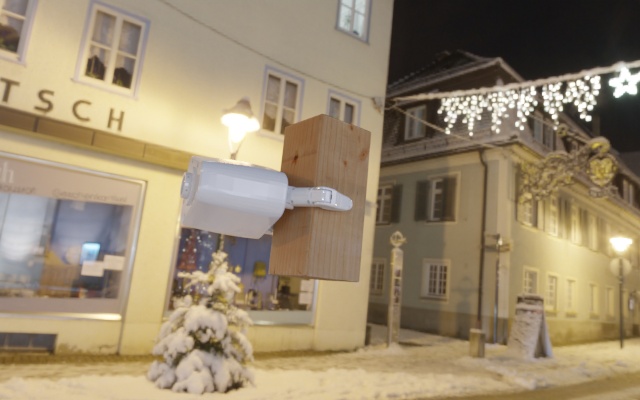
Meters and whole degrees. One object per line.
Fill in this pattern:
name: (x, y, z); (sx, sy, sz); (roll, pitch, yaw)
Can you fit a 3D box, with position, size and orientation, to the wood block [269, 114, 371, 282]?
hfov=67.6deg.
wood block: (0.000, 0.002, 0.645); (0.090, 0.206, 0.091); (14, -13, -37)
